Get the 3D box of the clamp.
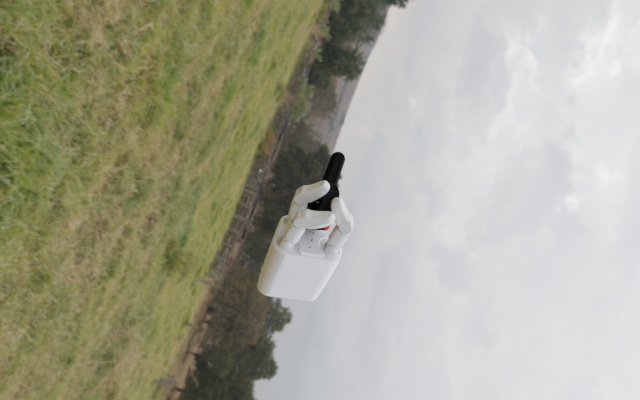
[{"bbox_3d":[0.001,0.003,0.794,0.039,0.120,0.171,23,35,-6],"label":"clamp"}]
